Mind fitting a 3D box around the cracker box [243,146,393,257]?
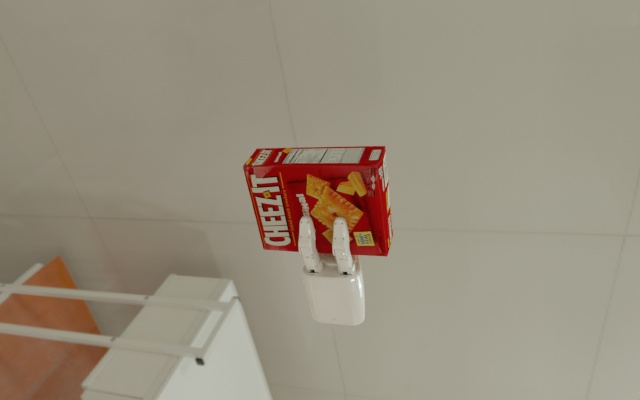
[{"bbox_3d":[0.000,0.002,0.756,0.213,0.164,0.072,1,31,17],"label":"cracker box"}]
